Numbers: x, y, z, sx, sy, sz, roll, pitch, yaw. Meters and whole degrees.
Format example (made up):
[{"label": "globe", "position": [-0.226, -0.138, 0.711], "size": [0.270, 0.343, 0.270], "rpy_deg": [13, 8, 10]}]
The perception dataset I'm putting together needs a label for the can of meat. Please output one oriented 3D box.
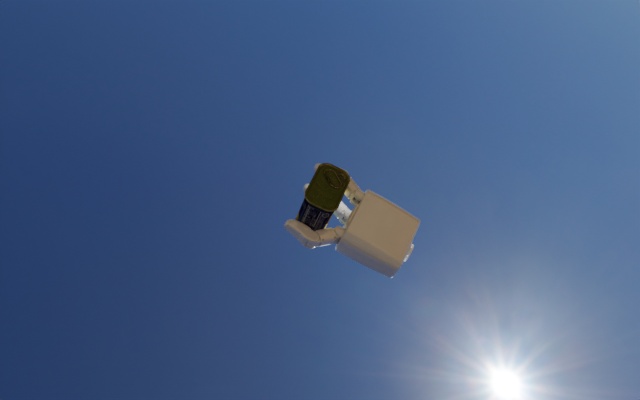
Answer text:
[{"label": "can of meat", "position": [0.000, 0.003, 0.788], "size": [0.057, 0.102, 0.084], "rpy_deg": [26, -44, 0]}]
